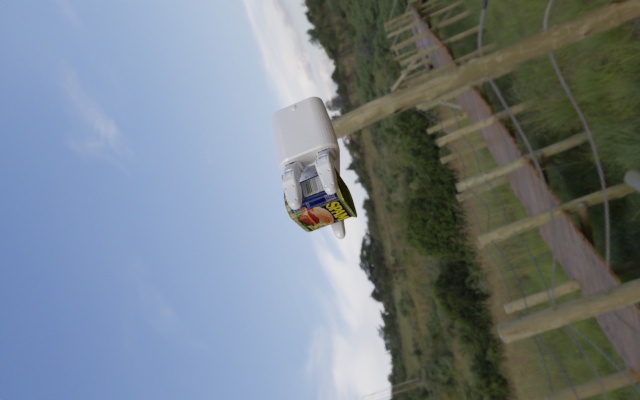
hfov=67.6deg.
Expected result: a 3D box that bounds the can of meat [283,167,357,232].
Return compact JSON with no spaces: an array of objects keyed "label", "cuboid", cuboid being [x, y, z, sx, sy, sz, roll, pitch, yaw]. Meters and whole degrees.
[{"label":"can of meat","cuboid":[0.000,0.003,0.723,0.084,0.057,0.102,-20,-27,11]}]
